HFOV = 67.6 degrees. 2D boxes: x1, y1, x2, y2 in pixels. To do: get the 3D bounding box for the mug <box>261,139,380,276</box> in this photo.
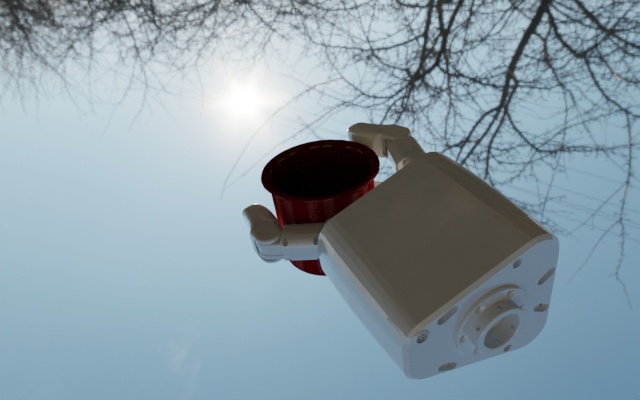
[{"bbox_3d":[-0.001,0.001,0.402,0.093,0.082,0.117,-19,35,-15],"label":"mug"}]
